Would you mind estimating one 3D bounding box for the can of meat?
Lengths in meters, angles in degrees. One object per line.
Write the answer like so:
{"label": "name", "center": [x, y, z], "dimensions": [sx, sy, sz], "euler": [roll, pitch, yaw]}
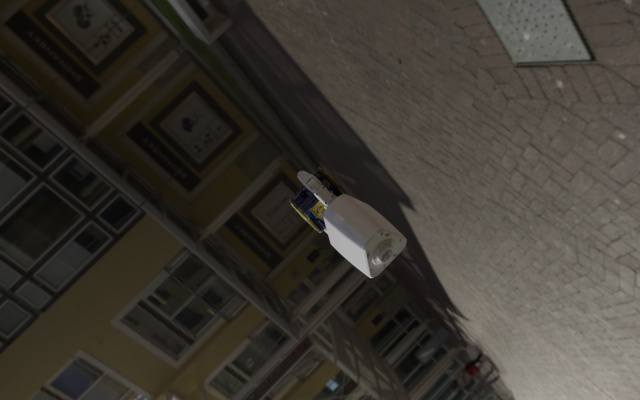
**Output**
{"label": "can of meat", "center": [0.000, 0.003, 0.873], "dimensions": [0.057, 0.084, 0.102], "euler": [41, -6, 36]}
